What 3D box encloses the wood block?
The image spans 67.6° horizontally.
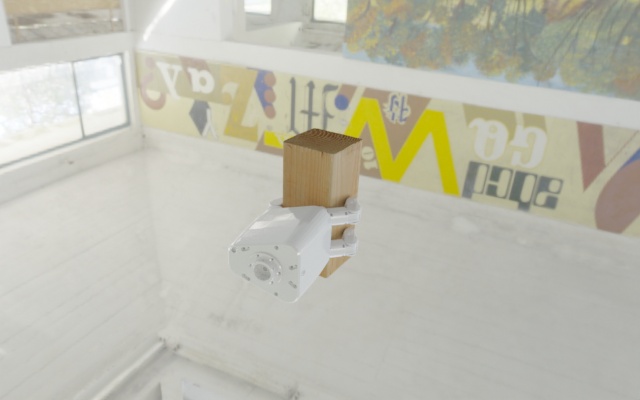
[{"bbox_3d":[0.000,0.003,0.750,0.091,0.206,0.090,18,30,27],"label":"wood block"}]
